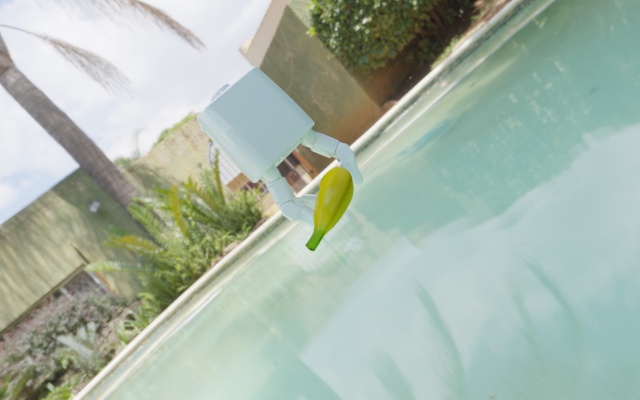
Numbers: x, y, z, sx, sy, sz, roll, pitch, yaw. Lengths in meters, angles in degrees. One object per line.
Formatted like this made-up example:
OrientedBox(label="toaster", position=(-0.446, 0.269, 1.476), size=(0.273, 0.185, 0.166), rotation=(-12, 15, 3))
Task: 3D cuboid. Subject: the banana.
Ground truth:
OrientedBox(label="banana", position=(0.012, -0.009, 0.578), size=(0.070, 0.037, 0.197), rotation=(-45, 8, 18))
